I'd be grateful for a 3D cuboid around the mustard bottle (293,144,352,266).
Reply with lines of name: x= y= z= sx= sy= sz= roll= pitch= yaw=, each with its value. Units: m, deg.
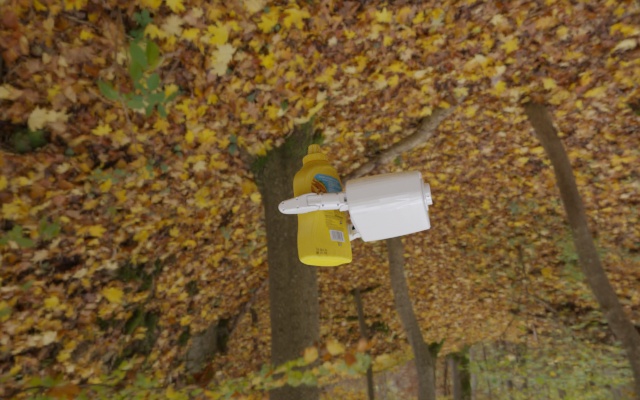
mustard bottle: x=0.000 y=0.003 z=0.743 sx=0.058 sy=0.191 sz=0.096 roll=-20 pitch=-22 yaw=37
